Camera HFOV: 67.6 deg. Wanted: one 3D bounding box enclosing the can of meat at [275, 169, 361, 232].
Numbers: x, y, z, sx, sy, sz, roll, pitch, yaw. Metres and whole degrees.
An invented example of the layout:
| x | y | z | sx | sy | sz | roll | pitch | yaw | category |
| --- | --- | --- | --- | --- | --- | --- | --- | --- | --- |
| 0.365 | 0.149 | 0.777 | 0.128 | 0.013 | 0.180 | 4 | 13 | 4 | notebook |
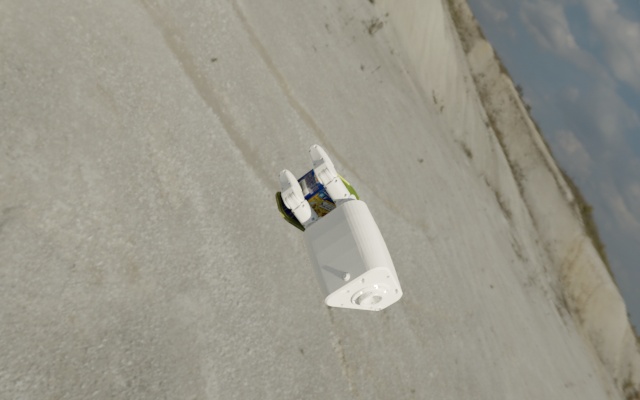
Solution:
| x | y | z | sx | sy | sz | roll | pitch | yaw | category |
| --- | --- | --- | --- | --- | --- | --- | --- | --- | --- |
| 0.000 | 0.002 | 0.691 | 0.084 | 0.057 | 0.102 | -35 | -44 | 20 | can of meat |
